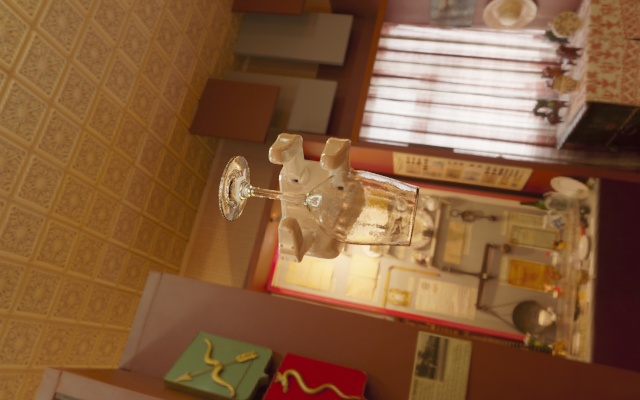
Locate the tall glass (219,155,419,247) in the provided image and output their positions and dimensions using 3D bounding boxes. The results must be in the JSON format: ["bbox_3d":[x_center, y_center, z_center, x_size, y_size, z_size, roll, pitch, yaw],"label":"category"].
[{"bbox_3d":[-0.001,0.002,0.509,0.201,0.079,0.079,9,2,13],"label":"tall glass"}]
